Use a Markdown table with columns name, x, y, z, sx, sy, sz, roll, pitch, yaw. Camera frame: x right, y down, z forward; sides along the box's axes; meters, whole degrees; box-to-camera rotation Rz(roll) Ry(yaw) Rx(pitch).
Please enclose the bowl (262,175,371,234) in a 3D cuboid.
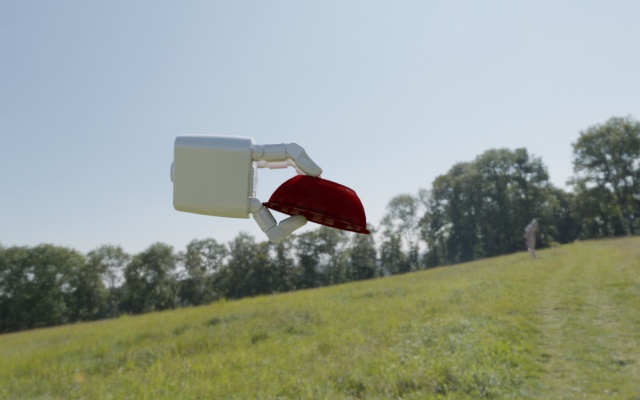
| name | x | y | z | sx | sy | sz | roll | pitch | yaw |
| --- | --- | --- | --- | --- | --- | --- | --- | --- | --- |
| bowl | 0.001 | 0.002 | 0.688 | 0.162 | 0.055 | 0.162 | 16 | -7 | 2 |
